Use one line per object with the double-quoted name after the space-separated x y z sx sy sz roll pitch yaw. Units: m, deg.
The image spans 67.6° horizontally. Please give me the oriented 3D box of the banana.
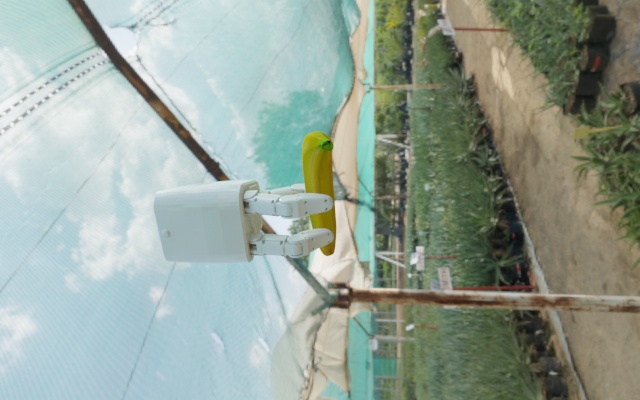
-0.001 -0.014 0.580 0.037 0.069 0.198 -4 -43 0 "banana"
